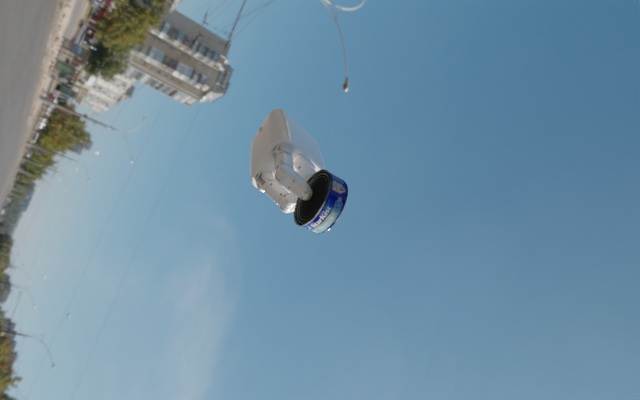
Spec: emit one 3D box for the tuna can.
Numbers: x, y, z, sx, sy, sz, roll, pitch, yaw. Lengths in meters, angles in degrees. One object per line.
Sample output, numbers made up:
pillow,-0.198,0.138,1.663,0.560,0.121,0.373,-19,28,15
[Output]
tuna can,0.001,0.002,0.665,0.034,0.086,0.086,27,-12,-25
